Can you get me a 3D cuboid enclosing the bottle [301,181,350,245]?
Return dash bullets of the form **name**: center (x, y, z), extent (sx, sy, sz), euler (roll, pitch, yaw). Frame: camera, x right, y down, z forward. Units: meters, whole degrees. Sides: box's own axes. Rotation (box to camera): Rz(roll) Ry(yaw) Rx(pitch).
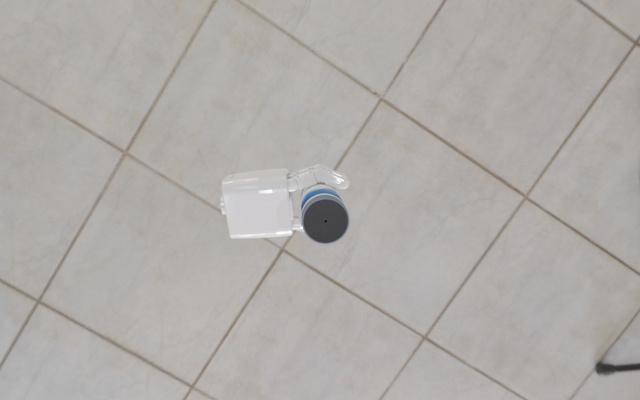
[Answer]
- **bottle**: center (0.000, 0.003, 0.799), extent (0.069, 0.069, 0.295), euler (0, 10, -3)
